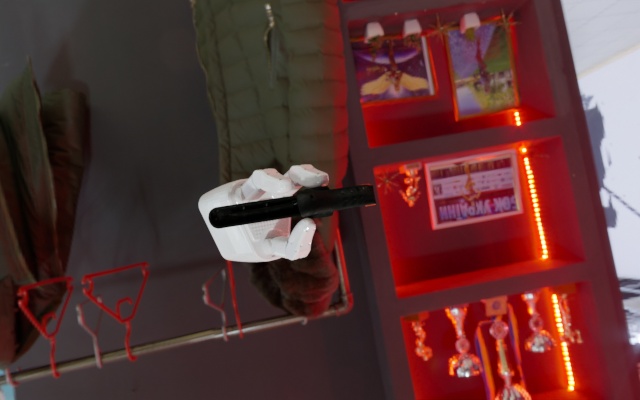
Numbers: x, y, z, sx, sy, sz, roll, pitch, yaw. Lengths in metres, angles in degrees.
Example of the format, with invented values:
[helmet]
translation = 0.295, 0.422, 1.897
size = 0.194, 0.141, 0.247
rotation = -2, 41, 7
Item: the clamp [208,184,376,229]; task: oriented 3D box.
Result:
[clamp]
translation = 0.000, 0.003, 0.548
size = 0.210, 0.036, 0.164
rotation = -8, 0, -38
